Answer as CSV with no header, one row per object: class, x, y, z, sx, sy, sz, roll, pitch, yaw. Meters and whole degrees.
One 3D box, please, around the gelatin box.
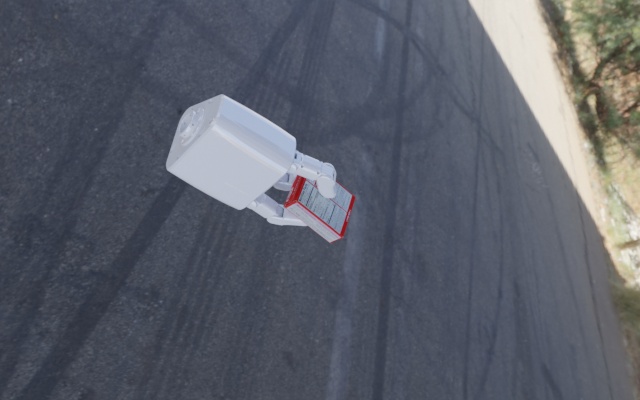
gelatin box,0.001,0.002,0.639,0.089,0.073,0.030,38,-41,-23
